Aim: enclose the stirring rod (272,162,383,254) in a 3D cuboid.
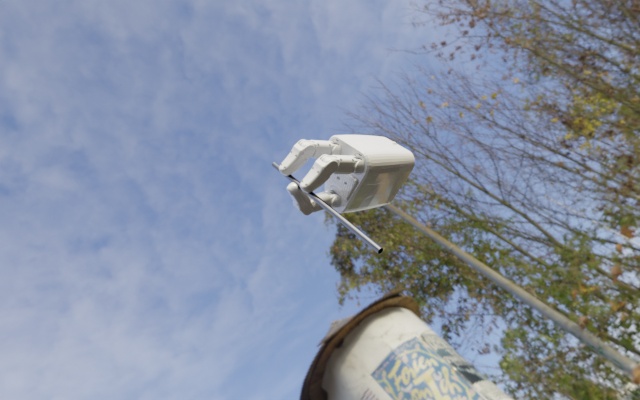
[{"bbox_3d":[0.000,0.002,0.631,0.011,0.011,0.239,0,28,-41],"label":"stirring rod"}]
